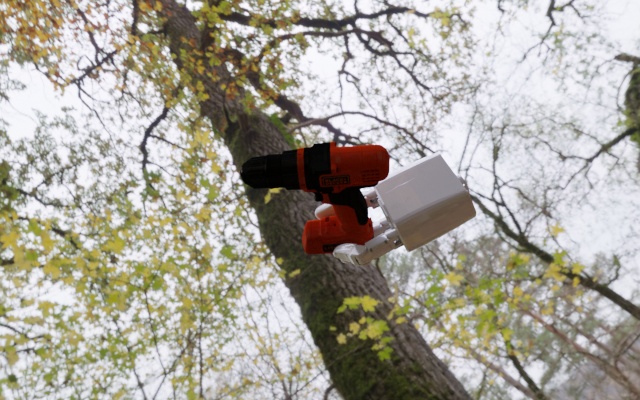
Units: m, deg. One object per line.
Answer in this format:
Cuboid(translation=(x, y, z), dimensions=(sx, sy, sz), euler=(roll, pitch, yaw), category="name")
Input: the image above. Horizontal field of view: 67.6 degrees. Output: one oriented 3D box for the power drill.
Cuboid(translation=(0.000, 0.002, 0.639), dimensions=(0.184, 0.057, 0.188), euler=(-3, -37, 6), category="power drill")
